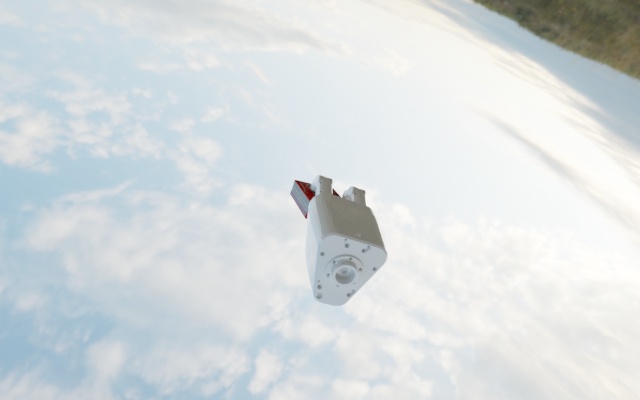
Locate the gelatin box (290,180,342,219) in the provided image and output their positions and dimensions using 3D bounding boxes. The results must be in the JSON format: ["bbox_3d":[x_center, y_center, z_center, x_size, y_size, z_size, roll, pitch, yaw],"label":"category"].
[{"bbox_3d":[0.000,0.003,0.750,0.073,0.030,0.089,12,21,-26],"label":"gelatin box"}]
